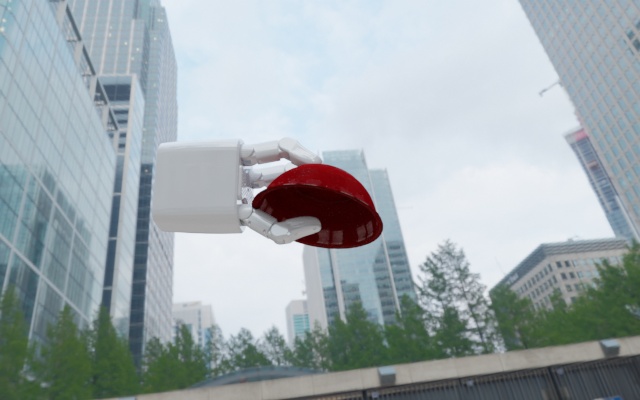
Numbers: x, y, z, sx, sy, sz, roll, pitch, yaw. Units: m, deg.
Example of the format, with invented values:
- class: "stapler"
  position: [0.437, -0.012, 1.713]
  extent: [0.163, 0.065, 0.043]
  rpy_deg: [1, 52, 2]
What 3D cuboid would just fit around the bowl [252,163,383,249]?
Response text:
- class: "bowl"
  position: [0.001, 0.002, 0.591]
  extent: [0.162, 0.055, 0.162]
  rpy_deg: [9, -29, 5]
